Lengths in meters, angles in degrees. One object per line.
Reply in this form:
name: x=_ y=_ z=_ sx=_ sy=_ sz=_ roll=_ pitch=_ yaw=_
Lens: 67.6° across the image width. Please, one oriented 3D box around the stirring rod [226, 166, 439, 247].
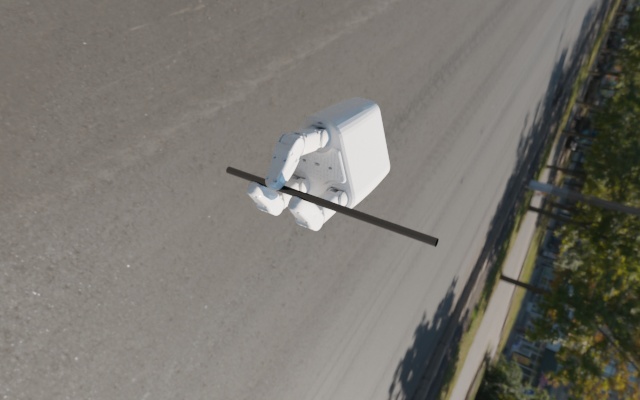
stirring rod: x=0.000 y=0.001 z=0.470 sx=0.239 sy=0.011 sz=0.011 roll=19 pitch=9 yaw=27
